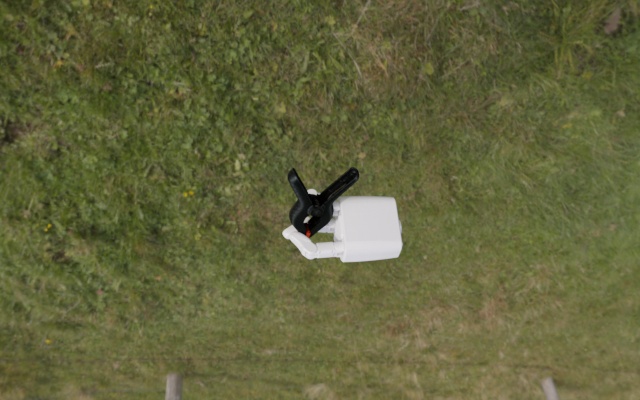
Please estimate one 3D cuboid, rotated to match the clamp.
[{"bbox_3d":[0.000,0.003,0.818,0.120,0.039,0.172,-3,-38,-10],"label":"clamp"}]
